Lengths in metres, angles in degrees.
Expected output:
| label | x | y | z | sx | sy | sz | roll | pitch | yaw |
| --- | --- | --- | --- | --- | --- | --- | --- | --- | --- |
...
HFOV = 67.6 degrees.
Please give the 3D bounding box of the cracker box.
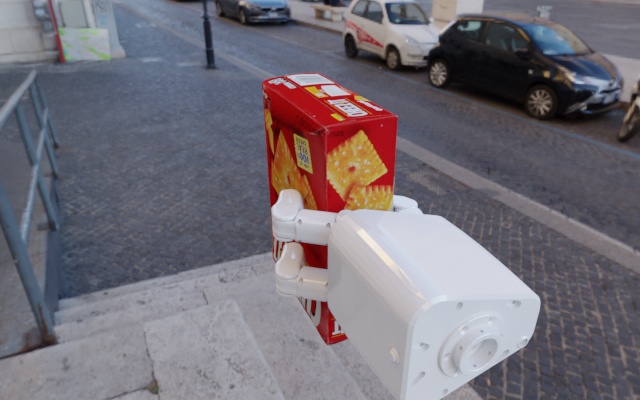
| label | x | y | z | sx | sy | sz | roll | pitch | yaw |
| --- | --- | --- | --- | --- | --- | --- | --- | --- | --- |
| cracker box | 0.000 | 0.001 | 0.461 | 0.072 | 0.214 | 0.164 | -11 | 30 | -20 |
